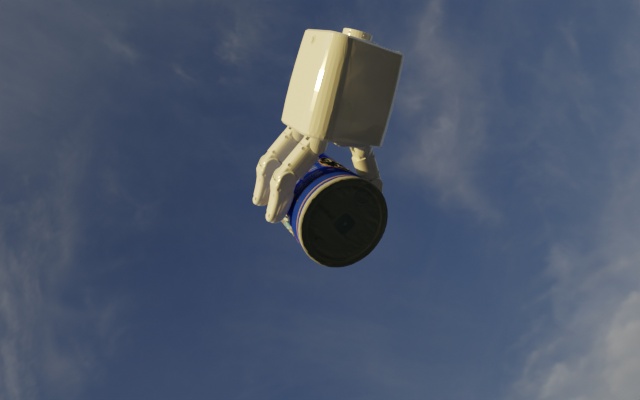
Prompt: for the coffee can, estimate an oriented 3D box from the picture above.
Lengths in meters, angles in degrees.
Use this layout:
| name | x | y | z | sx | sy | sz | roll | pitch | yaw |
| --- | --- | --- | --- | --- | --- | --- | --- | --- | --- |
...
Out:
| name | x | y | z | sx | sy | sz | roll | pitch | yaw |
| --- | --- | --- | --- | --- | --- | --- | --- | --- | --- |
| coffee can | 0.000 | 0.002 | 0.562 | 0.103 | 0.103 | 0.140 | 0 | 20 | -24 |
